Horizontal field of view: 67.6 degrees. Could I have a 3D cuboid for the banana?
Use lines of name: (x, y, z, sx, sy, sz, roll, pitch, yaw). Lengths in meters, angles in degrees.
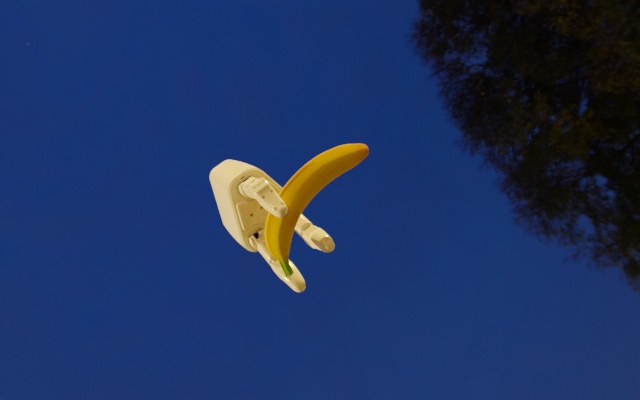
banana: (-0.015, -0.005, 0.604, 0.070, 0.198, 0.037, 37, -8, -28)
